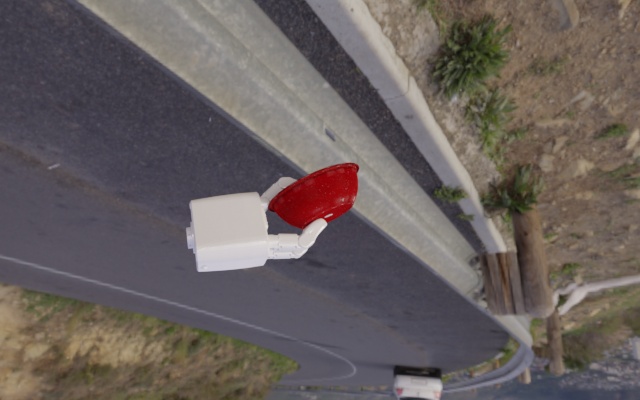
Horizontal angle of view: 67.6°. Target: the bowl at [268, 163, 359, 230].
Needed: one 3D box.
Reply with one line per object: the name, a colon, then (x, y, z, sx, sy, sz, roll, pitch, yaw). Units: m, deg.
bowl: (0.002, 0.002, 0.766, 0.162, 0.055, 0.162, -24, -13, -6)
